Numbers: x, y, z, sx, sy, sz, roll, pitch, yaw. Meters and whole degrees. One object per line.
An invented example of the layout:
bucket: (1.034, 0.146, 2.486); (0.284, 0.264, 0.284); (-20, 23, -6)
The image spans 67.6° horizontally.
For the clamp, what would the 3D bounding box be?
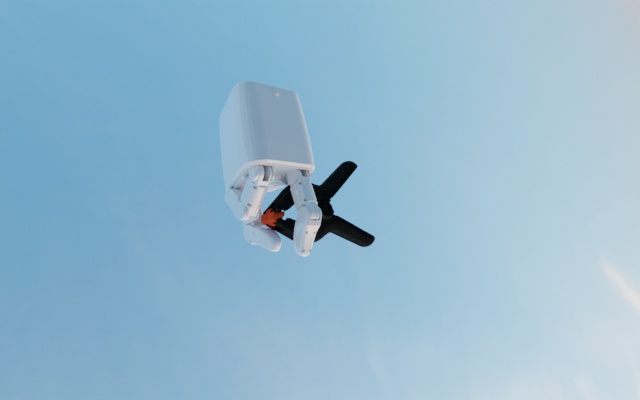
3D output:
clamp: (0.000, 0.002, 0.618); (0.171, 0.120, 0.039); (4, -21, -42)
